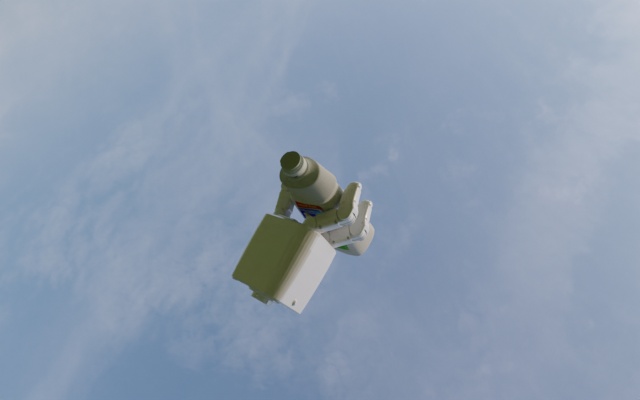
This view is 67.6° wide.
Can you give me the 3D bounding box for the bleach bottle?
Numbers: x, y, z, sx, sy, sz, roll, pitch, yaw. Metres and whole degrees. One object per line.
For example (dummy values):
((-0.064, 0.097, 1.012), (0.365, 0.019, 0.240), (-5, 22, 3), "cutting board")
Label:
((0.000, 0.002, 0.705), (0.102, 0.068, 0.251), (21, -17, 31), "bleach bottle")
